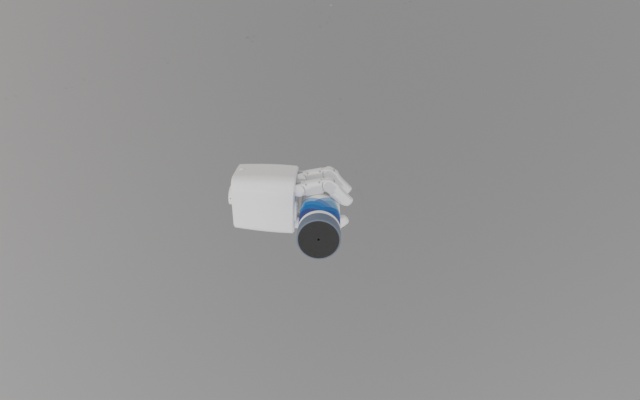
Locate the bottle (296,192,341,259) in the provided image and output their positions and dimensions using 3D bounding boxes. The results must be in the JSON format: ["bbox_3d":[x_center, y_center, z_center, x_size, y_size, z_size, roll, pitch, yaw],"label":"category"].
[{"bbox_3d":[0.000,0.003,0.841,0.069,0.069,0.295,0,22,1],"label":"bottle"}]
